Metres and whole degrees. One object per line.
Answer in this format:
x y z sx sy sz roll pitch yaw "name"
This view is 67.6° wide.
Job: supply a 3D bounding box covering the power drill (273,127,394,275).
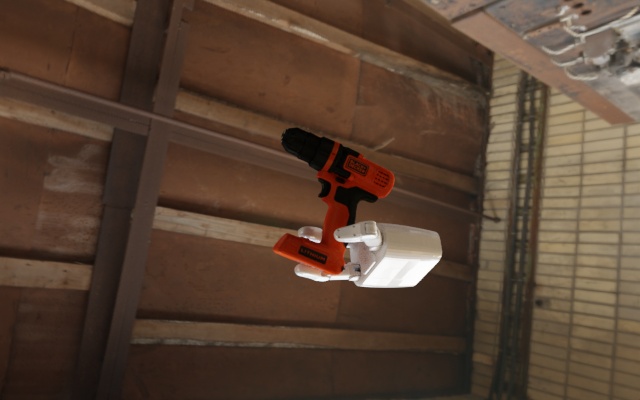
0.000 0.003 0.704 0.184 0.187 0.057 25 -9 -8 "power drill"
